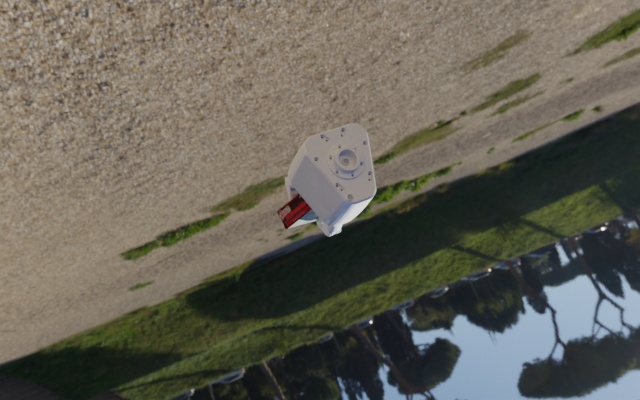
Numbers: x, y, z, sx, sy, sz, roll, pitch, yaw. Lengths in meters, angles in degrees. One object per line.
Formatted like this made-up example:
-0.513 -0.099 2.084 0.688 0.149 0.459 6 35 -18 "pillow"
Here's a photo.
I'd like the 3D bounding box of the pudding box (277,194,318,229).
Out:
0.000 0.003 0.764 0.113 0.039 0.090 -11 -18 -45 "pudding box"
